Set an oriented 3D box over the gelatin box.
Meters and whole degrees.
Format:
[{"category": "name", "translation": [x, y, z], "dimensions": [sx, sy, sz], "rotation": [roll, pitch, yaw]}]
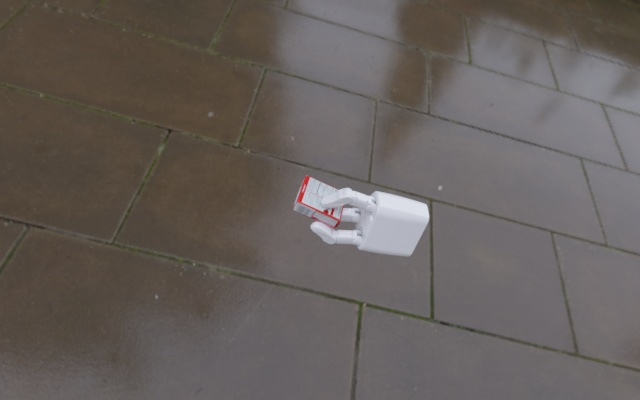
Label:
[{"category": "gelatin box", "translation": [0.000, 0.003, 0.890], "dimensions": [0.089, 0.073, 0.030], "rotation": [25, -43, -8]}]
